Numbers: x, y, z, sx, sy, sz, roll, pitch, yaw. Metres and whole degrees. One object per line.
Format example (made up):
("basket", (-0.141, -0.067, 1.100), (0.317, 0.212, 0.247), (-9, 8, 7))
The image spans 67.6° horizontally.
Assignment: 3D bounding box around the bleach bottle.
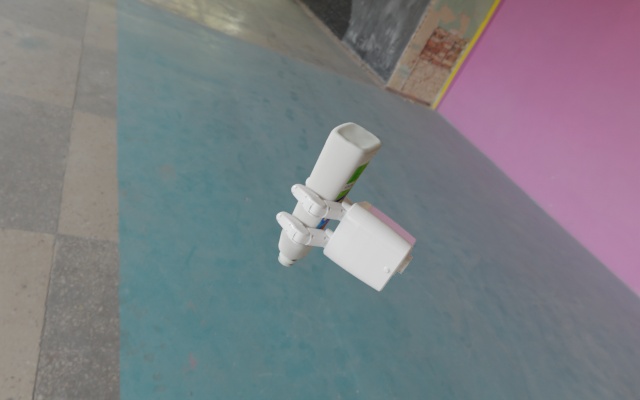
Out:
("bleach bottle", (0.000, 0.002, 0.756), (0.068, 0.251, 0.102), (35, 28, 11))
